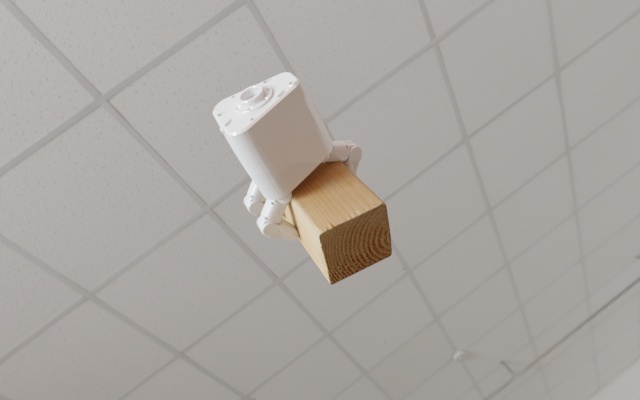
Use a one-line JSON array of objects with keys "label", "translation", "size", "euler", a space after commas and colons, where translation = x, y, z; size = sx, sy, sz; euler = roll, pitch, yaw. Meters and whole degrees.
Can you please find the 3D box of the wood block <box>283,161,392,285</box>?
[{"label": "wood block", "translation": [0.000, 0.002, 0.640], "size": [0.091, 0.090, 0.206], "euler": [-24, 40, -14]}]
